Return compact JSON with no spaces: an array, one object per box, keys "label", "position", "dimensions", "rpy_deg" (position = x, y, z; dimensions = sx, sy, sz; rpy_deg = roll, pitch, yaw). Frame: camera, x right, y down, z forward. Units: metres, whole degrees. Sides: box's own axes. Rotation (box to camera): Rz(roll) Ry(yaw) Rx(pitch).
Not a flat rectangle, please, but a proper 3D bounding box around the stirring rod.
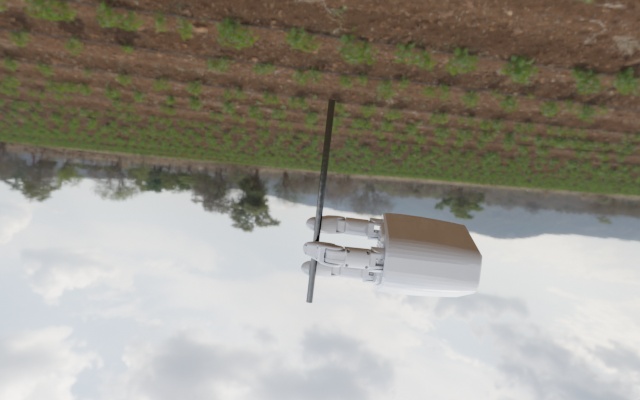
[{"label":"stirring rod","position":[0.000,0.002,0.564],"dimensions":[0.011,0.239,0.011],"rpy_deg":[6,3,0]}]
